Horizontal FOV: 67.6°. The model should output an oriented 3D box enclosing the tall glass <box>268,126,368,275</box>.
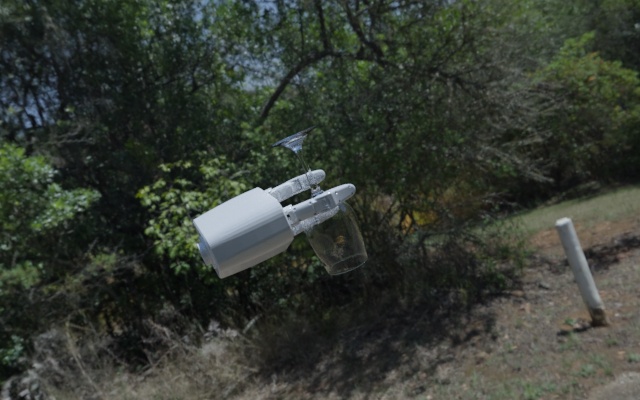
[{"bbox_3d":[0.000,0.002,0.672,0.079,0.201,0.079,-23,7,3],"label":"tall glass"}]
